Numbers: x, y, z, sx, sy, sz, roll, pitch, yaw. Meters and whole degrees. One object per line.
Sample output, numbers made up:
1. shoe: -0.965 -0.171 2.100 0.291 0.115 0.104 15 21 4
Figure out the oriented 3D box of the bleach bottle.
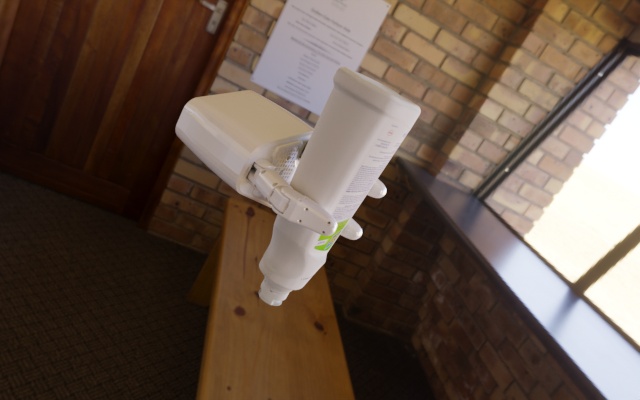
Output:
1. bleach bottle: 0.000 0.002 0.473 0.068 0.251 0.102 38 19 24
